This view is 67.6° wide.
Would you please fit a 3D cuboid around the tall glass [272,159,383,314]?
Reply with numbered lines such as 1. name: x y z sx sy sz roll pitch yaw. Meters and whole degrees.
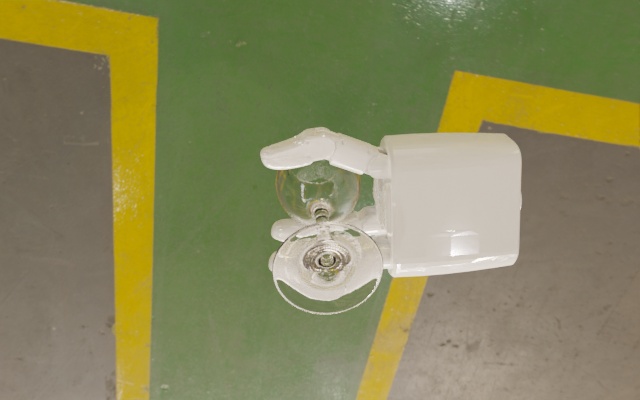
1. tall glass: 0.000 0.002 0.404 0.079 0.079 0.201 0 27 -4
